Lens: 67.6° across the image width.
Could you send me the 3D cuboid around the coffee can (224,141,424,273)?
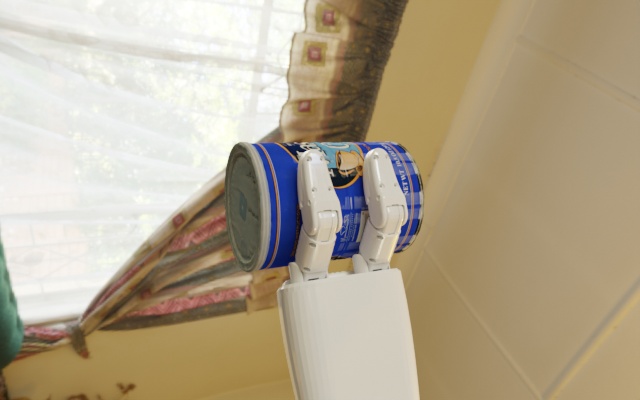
[{"bbox_3d":[0.000,0.001,0.404,0.140,0.103,0.103,-4,2,-25],"label":"coffee can"}]
